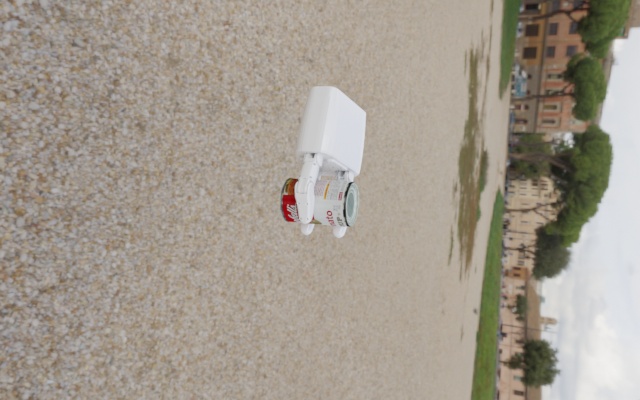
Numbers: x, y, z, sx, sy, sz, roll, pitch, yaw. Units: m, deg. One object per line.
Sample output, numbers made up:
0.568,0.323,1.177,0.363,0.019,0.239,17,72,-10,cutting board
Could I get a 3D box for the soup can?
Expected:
0.000,0.003,0.711,0.102,0.068,0.068,4,1,21,soup can
